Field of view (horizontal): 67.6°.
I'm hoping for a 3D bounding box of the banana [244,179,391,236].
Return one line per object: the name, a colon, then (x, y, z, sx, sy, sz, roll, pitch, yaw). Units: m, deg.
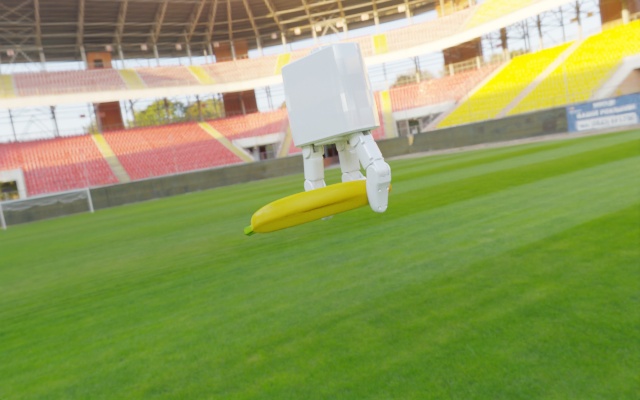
banana: (-0.001, 0.003, 0.584, 0.198, 0.037, 0.069, -15, 2, -6)
